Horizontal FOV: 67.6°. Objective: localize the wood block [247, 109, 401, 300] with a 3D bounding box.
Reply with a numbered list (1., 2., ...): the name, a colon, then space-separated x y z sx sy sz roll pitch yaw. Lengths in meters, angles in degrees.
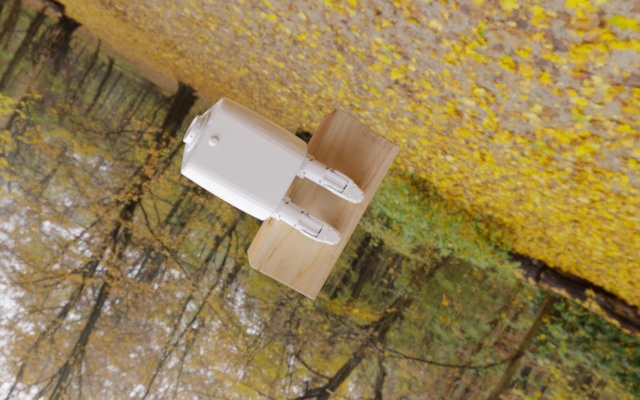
1. wood block: 0.000 0.002 0.592 0.090 0.206 0.091 30 0 -12
